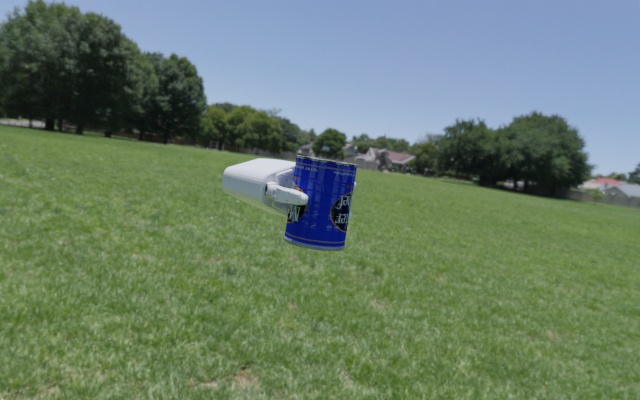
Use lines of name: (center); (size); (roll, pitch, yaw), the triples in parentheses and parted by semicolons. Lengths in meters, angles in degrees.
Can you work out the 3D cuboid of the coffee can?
coffee can: (0.000, 0.003, 0.784); (0.103, 0.140, 0.103); (9, 6, -1)
